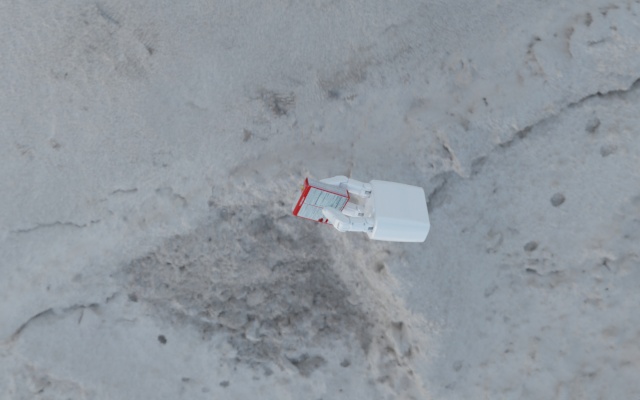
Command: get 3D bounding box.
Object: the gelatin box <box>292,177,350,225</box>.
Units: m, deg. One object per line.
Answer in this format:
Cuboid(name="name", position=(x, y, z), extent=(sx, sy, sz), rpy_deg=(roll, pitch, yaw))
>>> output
Cuboid(name="gelatin box", position=(0.000, 0.003, 0.897), extent=(0.089, 0.073, 0.030), rpy_deg=(15, 34, -20))
